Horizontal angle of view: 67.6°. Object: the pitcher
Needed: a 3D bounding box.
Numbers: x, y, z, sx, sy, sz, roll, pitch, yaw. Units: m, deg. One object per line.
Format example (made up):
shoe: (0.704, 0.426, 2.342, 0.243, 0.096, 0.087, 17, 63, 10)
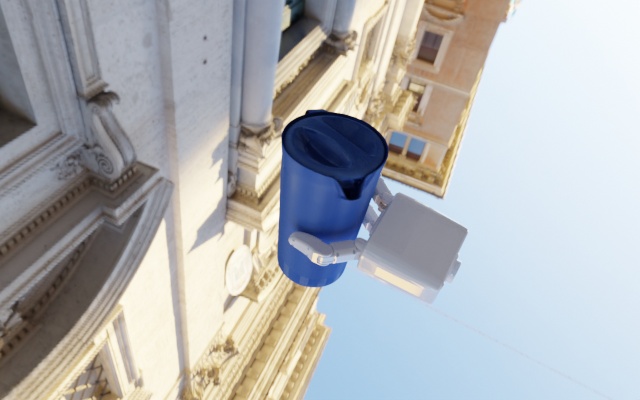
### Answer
pitcher: (0.000, 0.002, 0.669, 0.145, 0.243, 0.149, 26, 45, 14)
